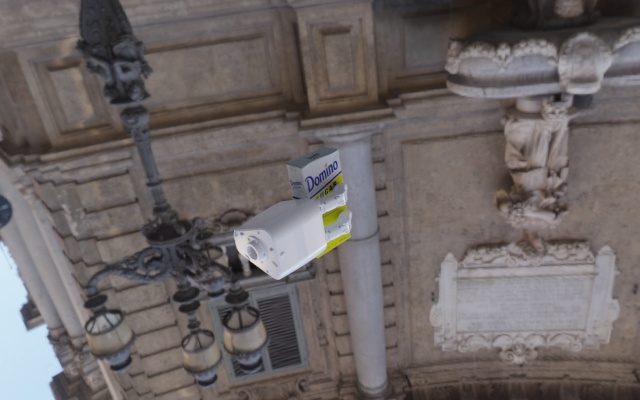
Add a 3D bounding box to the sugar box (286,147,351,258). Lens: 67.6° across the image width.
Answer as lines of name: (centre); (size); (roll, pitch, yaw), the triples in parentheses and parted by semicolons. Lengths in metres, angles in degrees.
sugar box: (0.000, 0.003, 0.848); (0.048, 0.176, 0.093); (18, 36, 42)
